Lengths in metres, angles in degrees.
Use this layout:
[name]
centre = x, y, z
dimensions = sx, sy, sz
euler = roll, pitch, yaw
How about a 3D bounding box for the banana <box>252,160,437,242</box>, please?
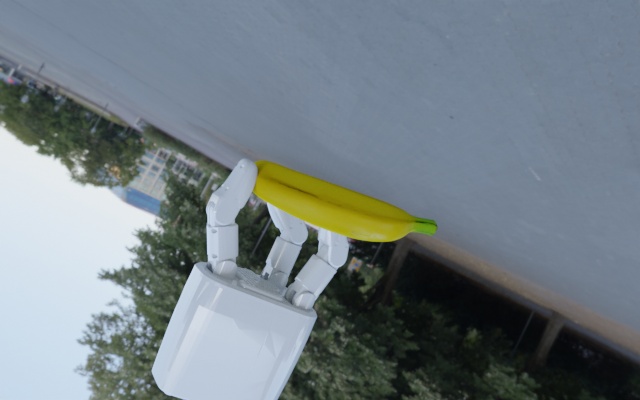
[banana]
centre = -0.007, -0.001, 0.401
dimensions = 0.197, 0.037, 0.069
euler = 21, 1, 32
